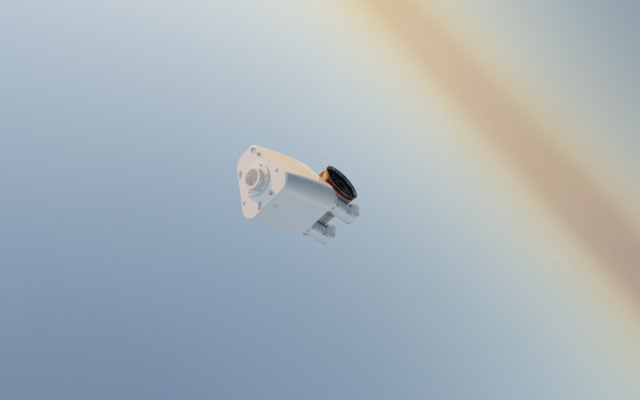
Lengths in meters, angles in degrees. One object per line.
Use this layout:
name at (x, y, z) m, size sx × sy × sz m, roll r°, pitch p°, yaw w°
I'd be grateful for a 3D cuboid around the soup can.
soup can at (0.000, 0.003, 0.777) m, size 0.102 × 0.068 × 0.068 m, roll -43°, pitch -19°, yaw 21°
